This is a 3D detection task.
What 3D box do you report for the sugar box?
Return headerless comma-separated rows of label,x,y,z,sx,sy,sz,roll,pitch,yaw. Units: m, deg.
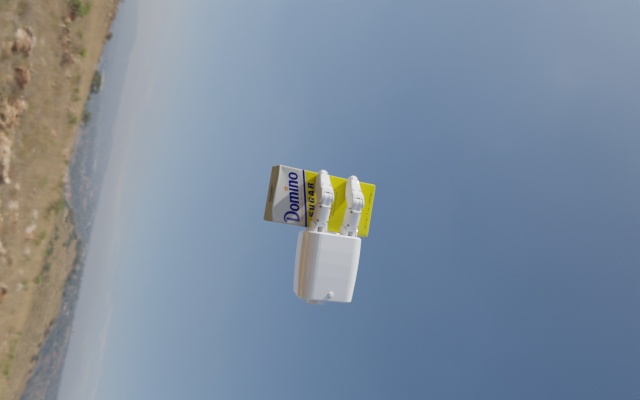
sugar box,0.000,0.003,0.796,0.176,0.093,0.048,10,-4,-24
